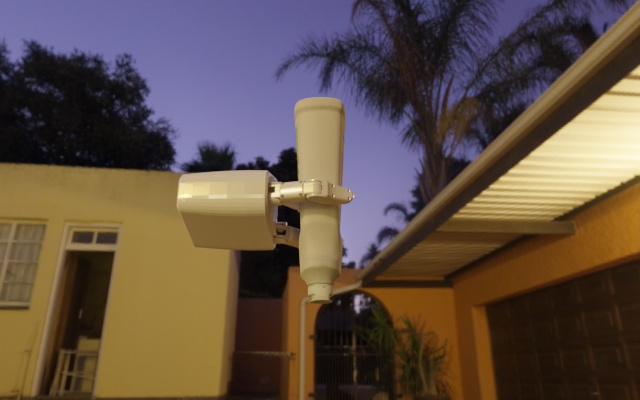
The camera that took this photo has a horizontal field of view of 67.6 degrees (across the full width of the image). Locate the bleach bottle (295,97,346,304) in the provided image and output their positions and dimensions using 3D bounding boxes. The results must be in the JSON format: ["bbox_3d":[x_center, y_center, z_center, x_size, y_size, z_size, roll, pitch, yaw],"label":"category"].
[{"bbox_3d":[0.000,0.002,0.610,0.068,0.250,0.103,-1,-20,2],"label":"bleach bottle"}]
